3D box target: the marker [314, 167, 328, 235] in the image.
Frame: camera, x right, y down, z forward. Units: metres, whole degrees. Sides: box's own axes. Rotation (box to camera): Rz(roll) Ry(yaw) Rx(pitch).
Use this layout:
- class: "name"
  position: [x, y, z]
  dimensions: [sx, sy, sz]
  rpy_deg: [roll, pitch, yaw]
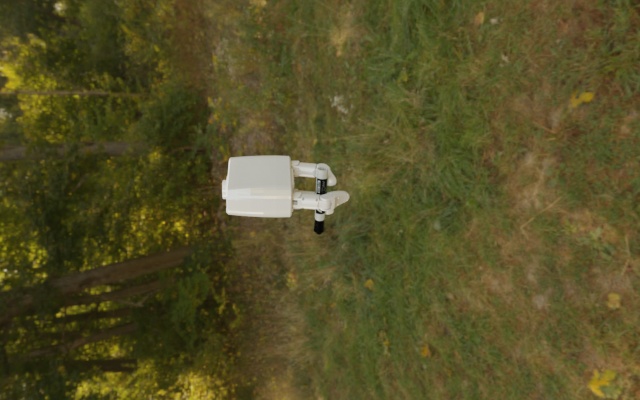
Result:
- class: "marker"
  position: [0.000, 0.003, 0.802]
  dimensions: [0.020, 0.121, 0.020]
  rpy_deg: [3, 25, -1]
